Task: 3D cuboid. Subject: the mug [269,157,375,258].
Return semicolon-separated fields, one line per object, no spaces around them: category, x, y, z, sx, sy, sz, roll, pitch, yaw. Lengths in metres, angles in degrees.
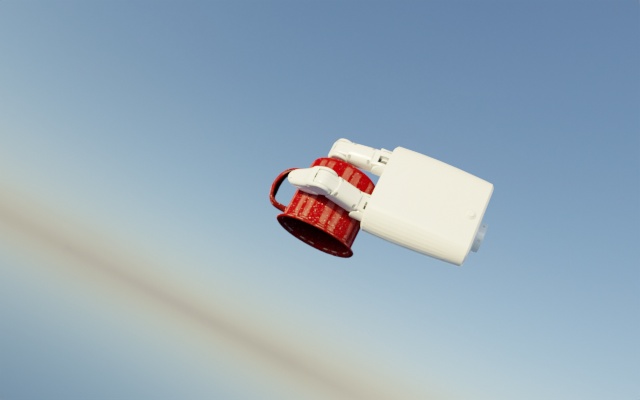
mug;-0.001;0.001;0.534;0.117;0.081;0.093;23;-19;14
